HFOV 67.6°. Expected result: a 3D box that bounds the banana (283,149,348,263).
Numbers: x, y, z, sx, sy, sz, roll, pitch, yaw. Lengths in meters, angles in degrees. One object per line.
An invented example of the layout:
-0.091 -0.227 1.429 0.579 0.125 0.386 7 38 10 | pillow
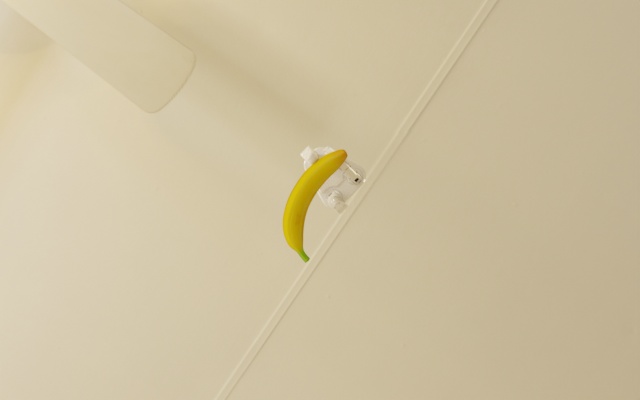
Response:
-0.019 -0.001 0.798 0.069 0.198 0.037 20 5 0 | banana
